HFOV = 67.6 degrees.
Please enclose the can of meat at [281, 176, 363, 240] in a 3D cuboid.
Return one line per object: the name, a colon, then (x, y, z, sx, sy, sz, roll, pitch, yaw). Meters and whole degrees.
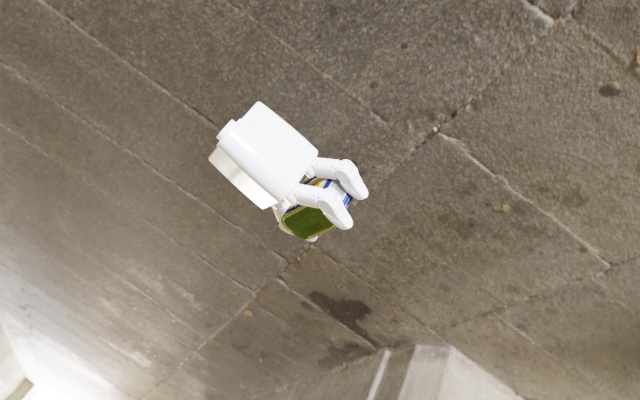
can of meat: (0.000, 0.003, 0.674, 0.102, 0.057, 0.084, -28, 23, 49)
